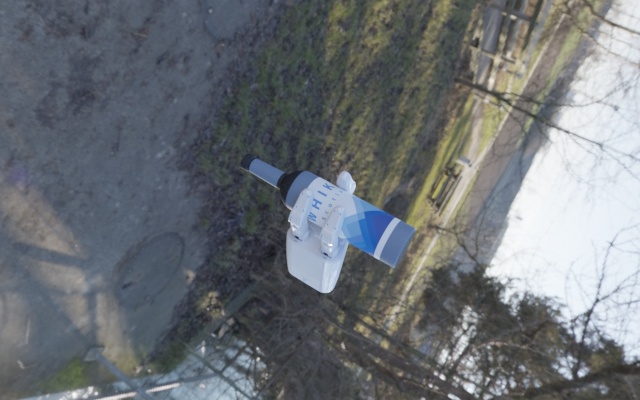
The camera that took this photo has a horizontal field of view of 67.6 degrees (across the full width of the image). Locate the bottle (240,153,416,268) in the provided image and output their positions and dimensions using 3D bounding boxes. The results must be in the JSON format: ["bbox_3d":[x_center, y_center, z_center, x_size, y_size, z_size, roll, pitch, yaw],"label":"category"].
[{"bbox_3d":[0.000,0.002,0.739,0.295,0.069,0.069,29,9,17],"label":"bottle"}]
